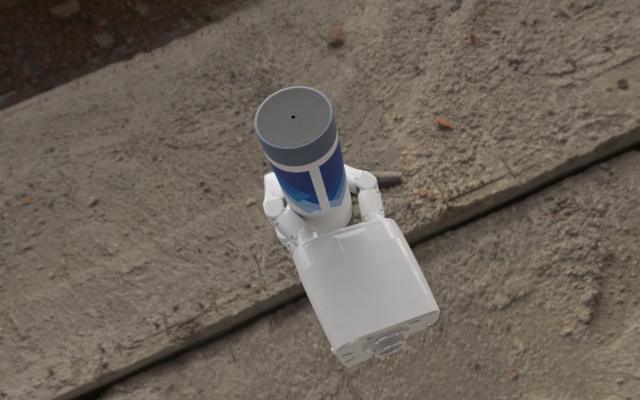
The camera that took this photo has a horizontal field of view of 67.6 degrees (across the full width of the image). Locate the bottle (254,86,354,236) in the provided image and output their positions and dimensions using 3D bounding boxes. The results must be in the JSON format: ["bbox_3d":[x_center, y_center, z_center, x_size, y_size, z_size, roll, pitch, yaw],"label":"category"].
[{"bbox_3d":[0.000,0.001,0.519,0.069,0.069,0.296,0,-29,10],"label":"bottle"}]
